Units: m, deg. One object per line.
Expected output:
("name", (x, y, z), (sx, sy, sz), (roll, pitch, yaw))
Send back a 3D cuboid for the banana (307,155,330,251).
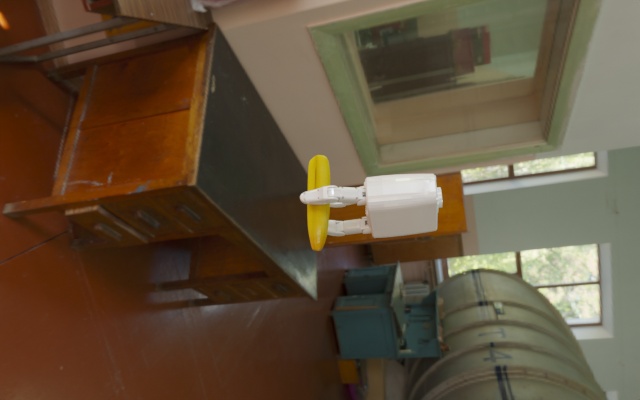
("banana", (-0.001, -0.013, 0.783), (0.037, 0.197, 0.070), (-3, -43, 4))
